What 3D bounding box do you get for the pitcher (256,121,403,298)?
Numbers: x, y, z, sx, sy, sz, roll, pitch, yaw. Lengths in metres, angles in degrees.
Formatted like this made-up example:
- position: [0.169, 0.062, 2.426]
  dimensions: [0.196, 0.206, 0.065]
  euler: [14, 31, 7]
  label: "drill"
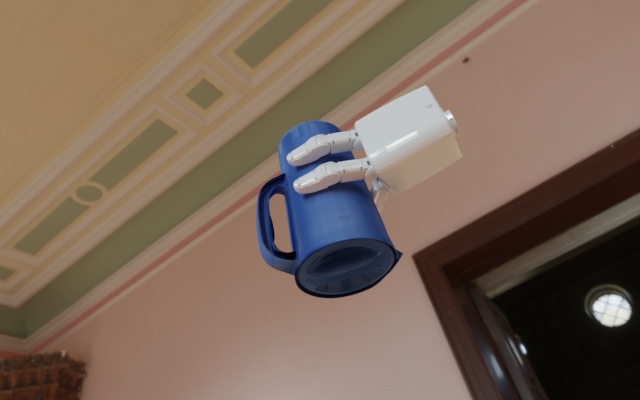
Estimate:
- position: [0.000, 0.002, 0.664]
  dimensions: [0.145, 0.242, 0.149]
  euler: [-30, -41, 16]
  label: "pitcher"
